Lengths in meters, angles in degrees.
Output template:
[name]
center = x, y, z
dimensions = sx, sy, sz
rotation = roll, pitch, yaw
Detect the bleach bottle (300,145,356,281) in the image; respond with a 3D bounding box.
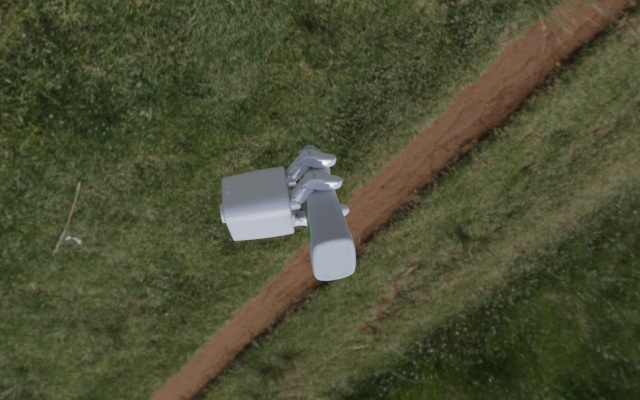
[bleach bottle]
center = 0.000, 0.003, 0.797
dimensions = 0.068, 0.250, 0.103
rotation = -9, -44, -4
